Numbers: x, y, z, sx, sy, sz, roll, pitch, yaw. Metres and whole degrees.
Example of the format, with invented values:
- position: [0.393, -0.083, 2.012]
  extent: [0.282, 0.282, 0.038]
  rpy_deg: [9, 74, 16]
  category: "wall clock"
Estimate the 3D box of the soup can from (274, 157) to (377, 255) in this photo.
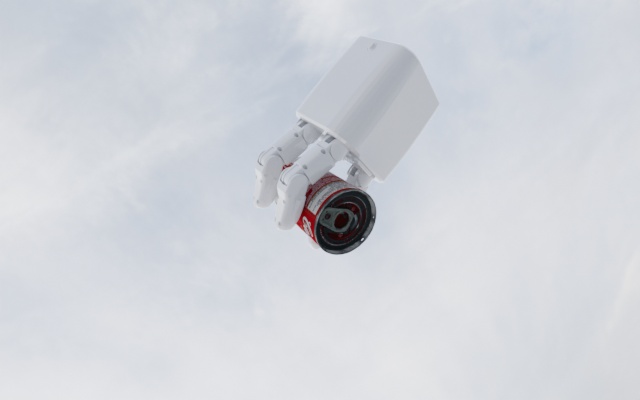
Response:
- position: [0.000, 0.002, 0.487]
  extent: [0.068, 0.068, 0.102]
  rpy_deg: [0, 23, -32]
  category: "soup can"
